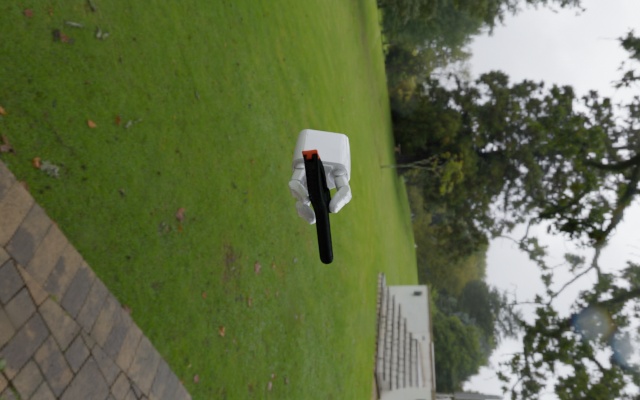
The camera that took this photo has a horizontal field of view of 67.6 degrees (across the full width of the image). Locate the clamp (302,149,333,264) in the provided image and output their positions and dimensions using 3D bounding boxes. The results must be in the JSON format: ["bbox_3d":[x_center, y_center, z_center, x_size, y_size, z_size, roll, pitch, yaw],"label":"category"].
[{"bbox_3d":[0.001,0.002,0.885,0.036,0.210,0.164,-7,43,8],"label":"clamp"}]
